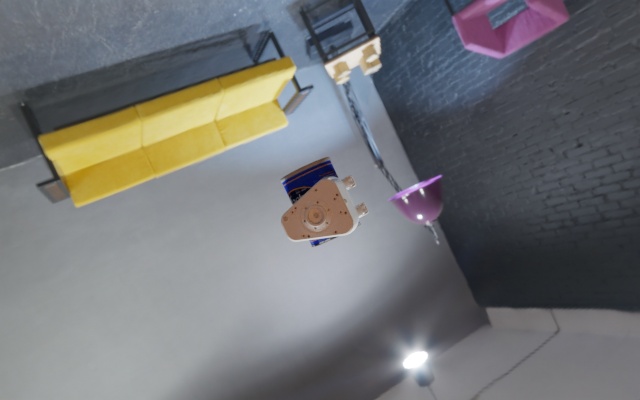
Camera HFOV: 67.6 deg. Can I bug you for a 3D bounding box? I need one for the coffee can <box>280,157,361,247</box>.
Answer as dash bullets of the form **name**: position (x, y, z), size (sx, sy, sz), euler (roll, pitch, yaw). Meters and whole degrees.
- **coffee can**: position (0.000, 0.003, 0.897), size (0.103, 0.140, 0.103), euler (-25, -1, 0)
